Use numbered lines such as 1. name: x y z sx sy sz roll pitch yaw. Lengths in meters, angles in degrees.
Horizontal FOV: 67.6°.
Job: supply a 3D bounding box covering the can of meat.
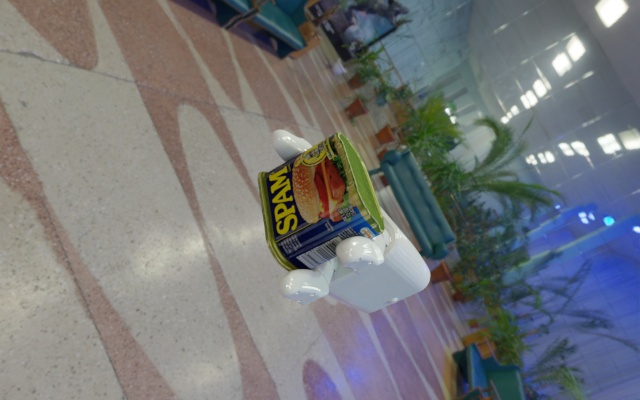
1. can of meat: 0.000 0.001 0.404 0.084 0.102 0.057 -28 -42 16
